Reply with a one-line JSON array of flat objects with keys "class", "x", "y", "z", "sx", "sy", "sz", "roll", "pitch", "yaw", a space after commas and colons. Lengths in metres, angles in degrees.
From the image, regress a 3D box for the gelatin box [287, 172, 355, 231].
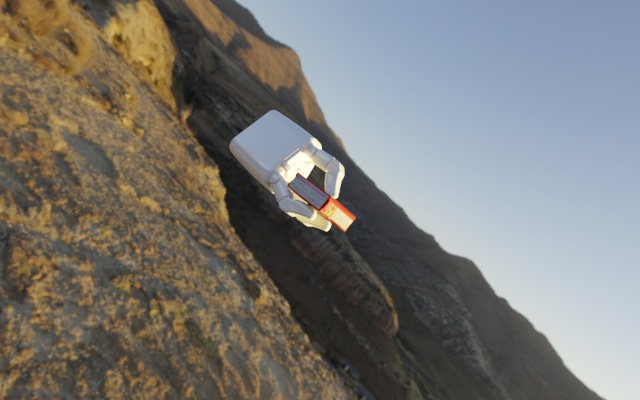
[{"class": "gelatin box", "x": 0.001, "y": 0.002, "z": 0.715, "sx": 0.089, "sy": 0.030, "sz": 0.073, "roll": 36, "pitch": -3, "yaw": 44}]
